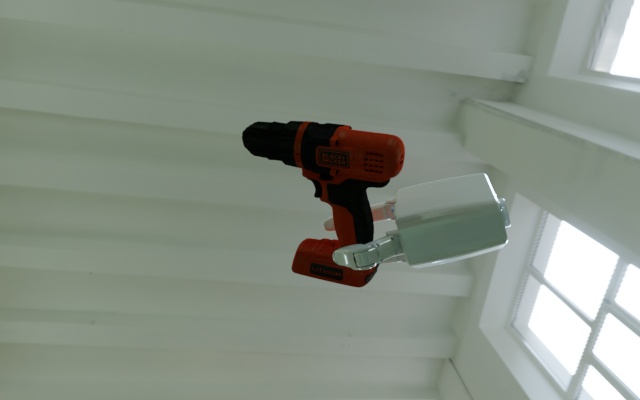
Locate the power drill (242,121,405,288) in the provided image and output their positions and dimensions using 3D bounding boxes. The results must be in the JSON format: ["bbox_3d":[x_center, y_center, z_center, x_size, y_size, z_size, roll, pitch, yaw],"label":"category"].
[{"bbox_3d":[0.000,0.002,0.546,0.184,0.188,0.057,11,33,22],"label":"power drill"}]
